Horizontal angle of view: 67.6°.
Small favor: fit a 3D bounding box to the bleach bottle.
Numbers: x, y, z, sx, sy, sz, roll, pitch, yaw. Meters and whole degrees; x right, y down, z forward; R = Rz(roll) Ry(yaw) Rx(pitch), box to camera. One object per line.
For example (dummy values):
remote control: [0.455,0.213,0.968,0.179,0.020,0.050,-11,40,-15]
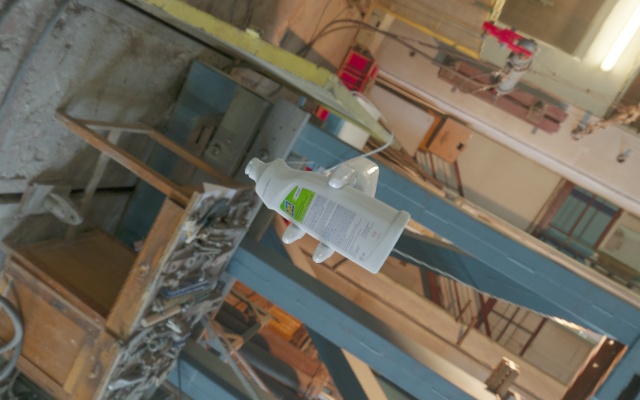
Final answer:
bleach bottle: [0.000,0.002,0.714,0.251,0.103,0.068,31,22,11]
